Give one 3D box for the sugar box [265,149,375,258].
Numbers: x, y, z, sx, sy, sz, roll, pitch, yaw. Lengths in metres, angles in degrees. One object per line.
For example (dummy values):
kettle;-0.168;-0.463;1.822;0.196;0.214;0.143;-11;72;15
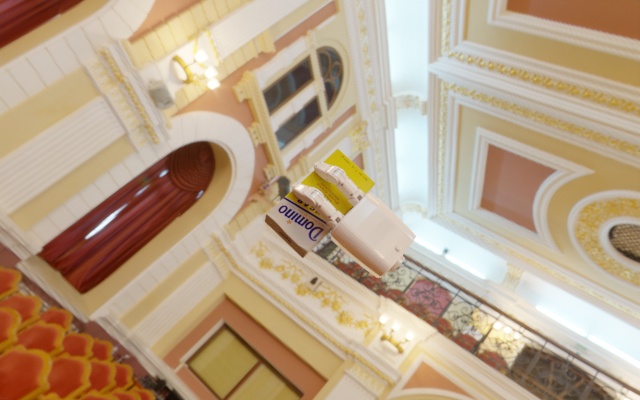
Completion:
sugar box;0.000;0.002;0.804;0.176;0.093;0.048;-44;-7;-24
